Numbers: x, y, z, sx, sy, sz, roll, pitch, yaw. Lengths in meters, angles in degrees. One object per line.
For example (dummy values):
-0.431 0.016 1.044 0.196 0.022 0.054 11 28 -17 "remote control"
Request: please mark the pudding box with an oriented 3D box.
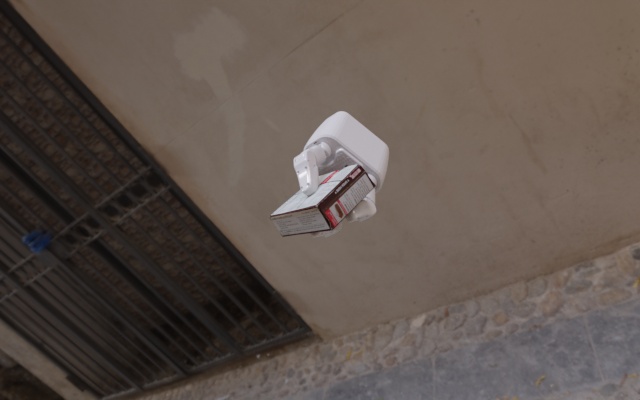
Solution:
0.000 0.002 0.596 0.090 0.039 0.113 -44 16 -32 "pudding box"
